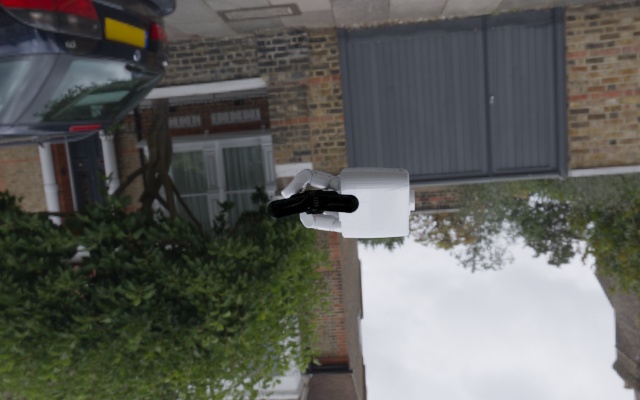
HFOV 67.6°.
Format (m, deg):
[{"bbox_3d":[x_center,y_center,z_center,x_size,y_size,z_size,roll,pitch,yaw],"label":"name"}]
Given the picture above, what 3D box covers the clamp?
[{"bbox_3d":[0.000,0.003,0.694,0.120,0.039,0.171,2,8,8],"label":"clamp"}]
